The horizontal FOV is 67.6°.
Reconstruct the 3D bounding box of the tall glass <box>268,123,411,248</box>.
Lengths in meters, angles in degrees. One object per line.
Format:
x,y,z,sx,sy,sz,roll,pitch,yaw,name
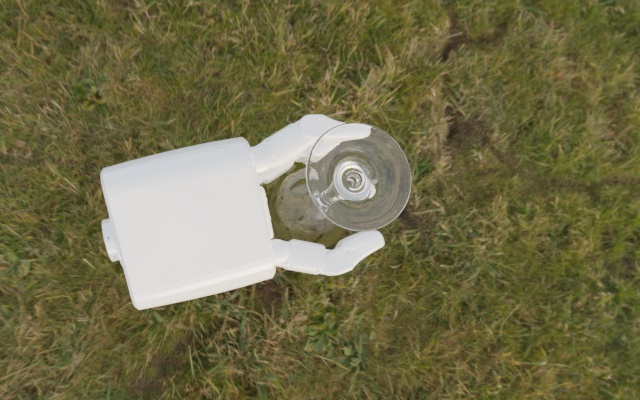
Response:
0.000,0.001,0.410,0.079,0.079,0.201,0,-10,-15,tall glass
